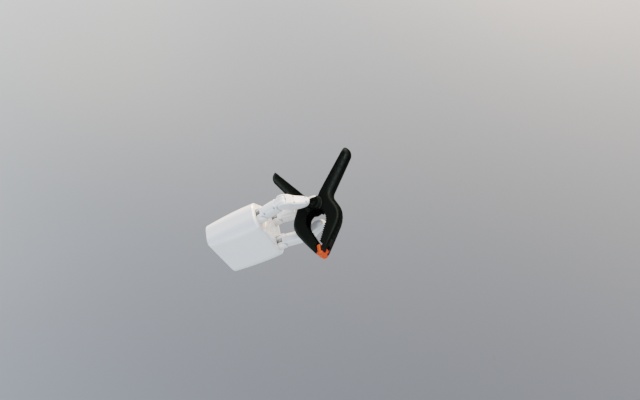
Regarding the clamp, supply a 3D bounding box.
[{"bbox_3d":[0.000,0.003,0.876,0.164,0.209,0.036,-25,-34,15],"label":"clamp"}]
